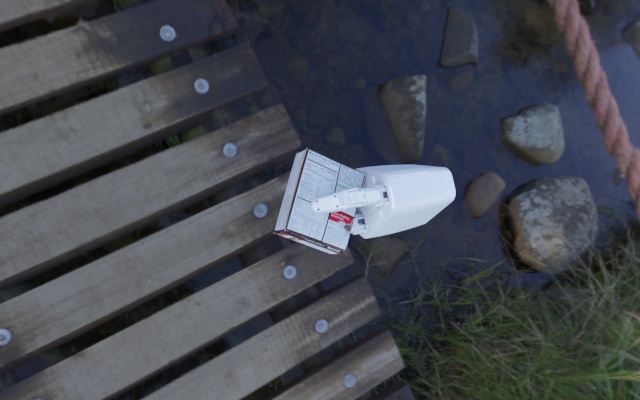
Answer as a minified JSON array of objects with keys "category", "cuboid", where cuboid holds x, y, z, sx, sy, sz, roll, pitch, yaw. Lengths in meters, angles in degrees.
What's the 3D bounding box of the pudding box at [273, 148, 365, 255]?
[{"category":"pudding box","cuboid":[0.000,0.002,0.604,0.090,0.113,0.039,22,-19,-22]}]
